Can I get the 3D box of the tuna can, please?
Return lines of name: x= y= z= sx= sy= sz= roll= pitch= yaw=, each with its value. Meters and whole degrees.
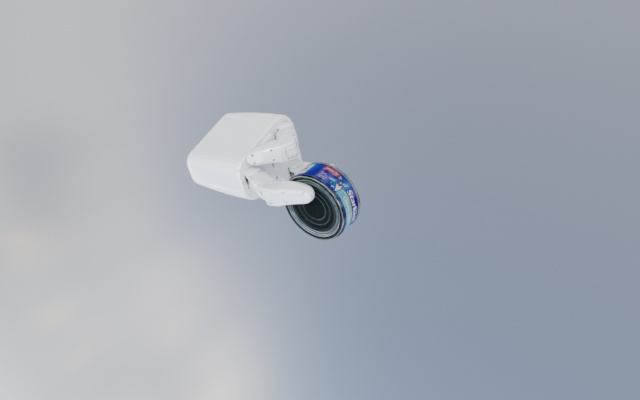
tuna can: x=0.000 y=0.002 z=0.543 sx=0.086 sy=0.086 sz=0.033 roll=0 pitch=29 yaw=40
